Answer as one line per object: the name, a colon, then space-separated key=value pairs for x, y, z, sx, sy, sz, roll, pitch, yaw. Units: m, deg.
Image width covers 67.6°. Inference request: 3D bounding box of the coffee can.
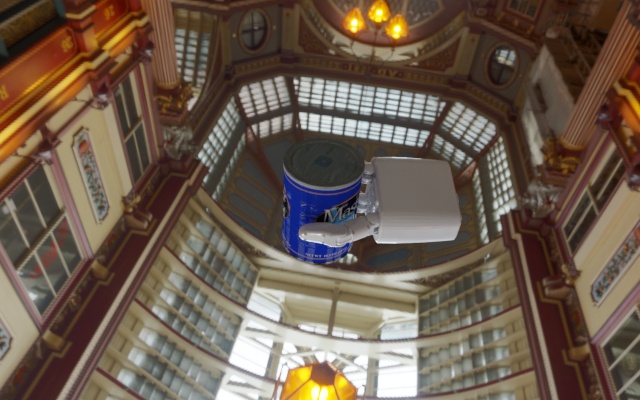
coffee can: x=0.000 y=0.002 z=0.642 sx=0.103 sy=0.140 sz=0.102 roll=3 pitch=41 yaw=-2
